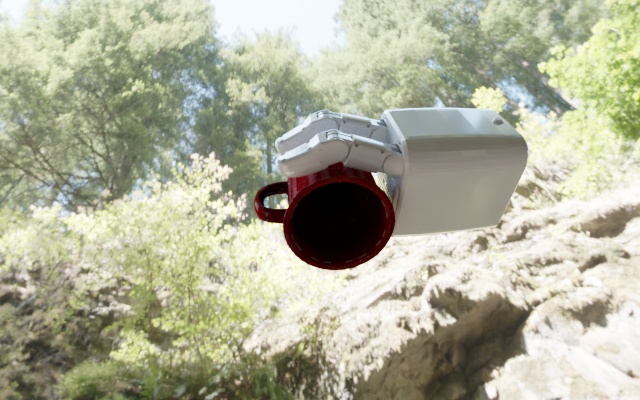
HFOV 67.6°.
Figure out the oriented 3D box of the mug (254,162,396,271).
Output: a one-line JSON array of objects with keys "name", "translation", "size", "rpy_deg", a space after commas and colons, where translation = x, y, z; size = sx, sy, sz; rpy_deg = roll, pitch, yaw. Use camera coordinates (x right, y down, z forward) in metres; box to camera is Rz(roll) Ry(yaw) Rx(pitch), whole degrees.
[{"name": "mug", "translation": [-0.001, 0.001, 0.424], "size": [0.117, 0.093, 0.081], "rpy_deg": [-2, 31, -5]}]
